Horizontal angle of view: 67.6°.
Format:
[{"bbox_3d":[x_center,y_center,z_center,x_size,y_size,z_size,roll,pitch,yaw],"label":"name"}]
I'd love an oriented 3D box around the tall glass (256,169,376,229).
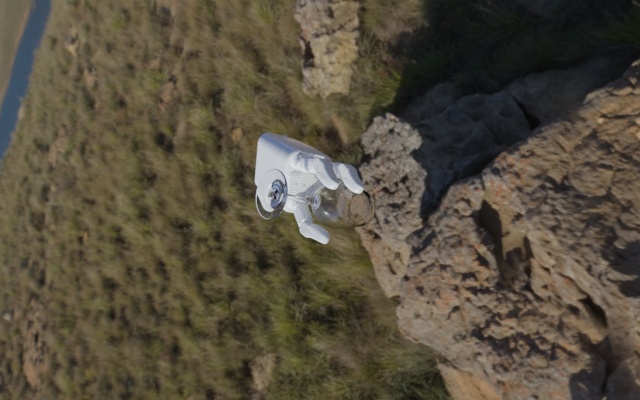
[{"bbox_3d":[0.000,0.003,0.756,0.201,0.079,0.079,10,-7,-42],"label":"tall glass"}]
